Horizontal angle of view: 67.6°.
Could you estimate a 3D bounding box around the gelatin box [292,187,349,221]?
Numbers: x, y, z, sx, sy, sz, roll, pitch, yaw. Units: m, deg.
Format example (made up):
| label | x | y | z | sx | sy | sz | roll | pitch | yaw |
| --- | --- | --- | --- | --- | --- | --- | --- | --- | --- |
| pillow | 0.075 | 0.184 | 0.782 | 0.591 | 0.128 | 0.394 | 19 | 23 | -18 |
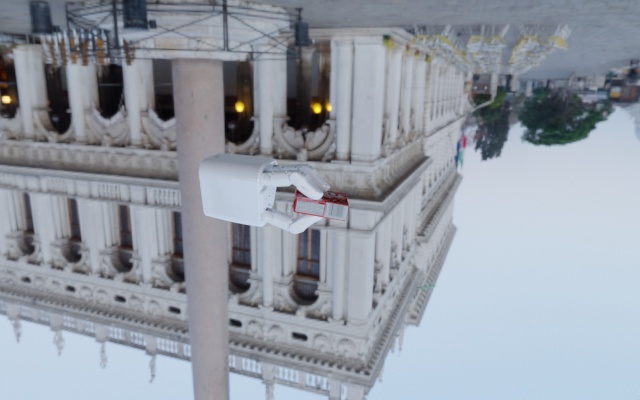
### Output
| label | x | y | z | sx | sy | sz | roll | pitch | yaw |
| --- | --- | --- | --- | --- | --- | --- | --- | --- | --- |
| gelatin box | 0.000 | 0.003 | 0.790 | 0.089 | 0.030 | 0.073 | 10 | 16 | -3 |
